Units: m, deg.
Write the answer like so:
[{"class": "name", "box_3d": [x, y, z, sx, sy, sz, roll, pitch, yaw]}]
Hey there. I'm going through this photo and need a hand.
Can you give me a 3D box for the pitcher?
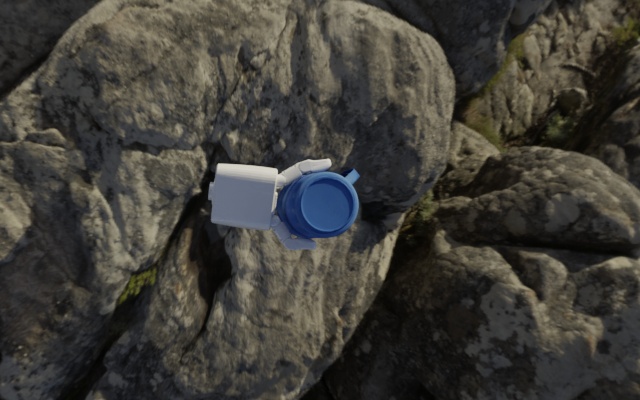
[{"class": "pitcher", "box_3d": [0.000, 0.003, 0.885, 0.145, 0.149, 0.243, 7, -3, -9]}]
